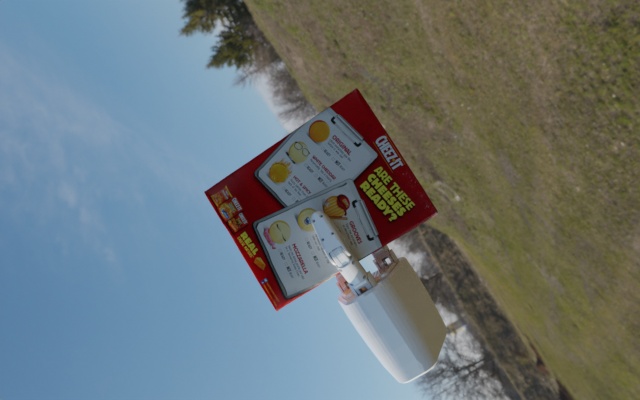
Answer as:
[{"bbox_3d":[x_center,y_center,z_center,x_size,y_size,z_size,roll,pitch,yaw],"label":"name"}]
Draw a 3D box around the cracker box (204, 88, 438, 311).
[{"bbox_3d":[0.000,0.002,0.558,0.214,0.164,0.072,-33,-4,9],"label":"cracker box"}]
